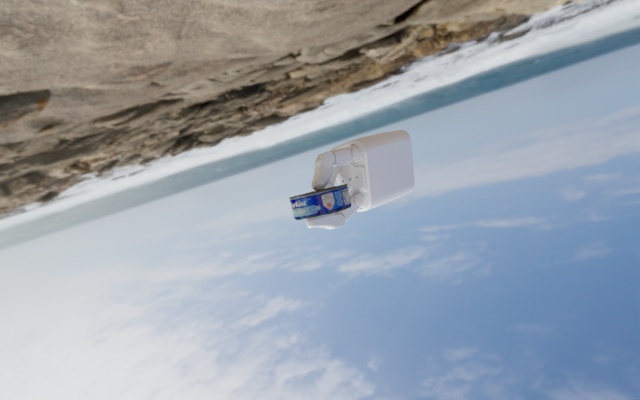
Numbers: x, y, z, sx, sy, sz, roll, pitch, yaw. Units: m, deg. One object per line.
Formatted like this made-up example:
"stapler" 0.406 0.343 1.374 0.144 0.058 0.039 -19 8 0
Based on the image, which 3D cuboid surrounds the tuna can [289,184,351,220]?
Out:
"tuna can" 0.000 0.003 0.680 0.086 0.034 0.086 -13 3 1
